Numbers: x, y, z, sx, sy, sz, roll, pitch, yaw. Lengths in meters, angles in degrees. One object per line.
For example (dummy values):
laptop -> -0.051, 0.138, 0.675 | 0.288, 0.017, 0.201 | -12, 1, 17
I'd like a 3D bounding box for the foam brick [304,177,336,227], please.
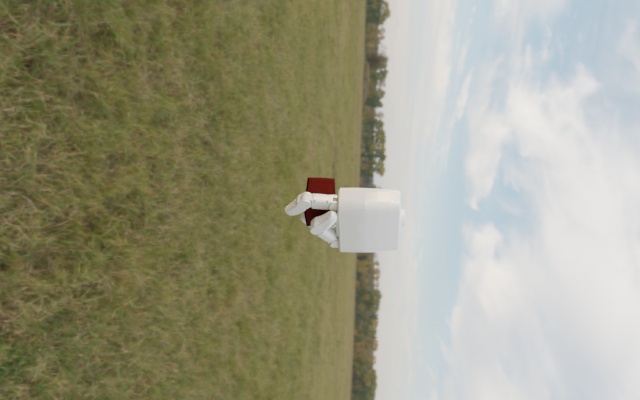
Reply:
foam brick -> 0.000, 0.003, 0.875 | 0.051, 0.078, 0.053 | 0, -41, 7
